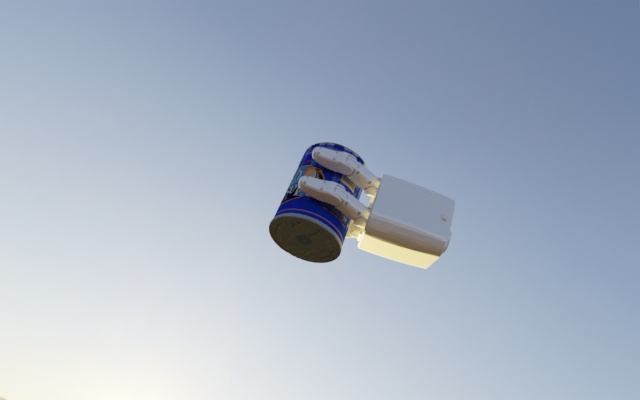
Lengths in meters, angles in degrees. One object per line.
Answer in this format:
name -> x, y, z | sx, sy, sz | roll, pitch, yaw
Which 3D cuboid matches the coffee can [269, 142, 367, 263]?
coffee can -> 0.000, 0.002, 0.676 | 0.103, 0.140, 0.103 | 15, -36, 11
